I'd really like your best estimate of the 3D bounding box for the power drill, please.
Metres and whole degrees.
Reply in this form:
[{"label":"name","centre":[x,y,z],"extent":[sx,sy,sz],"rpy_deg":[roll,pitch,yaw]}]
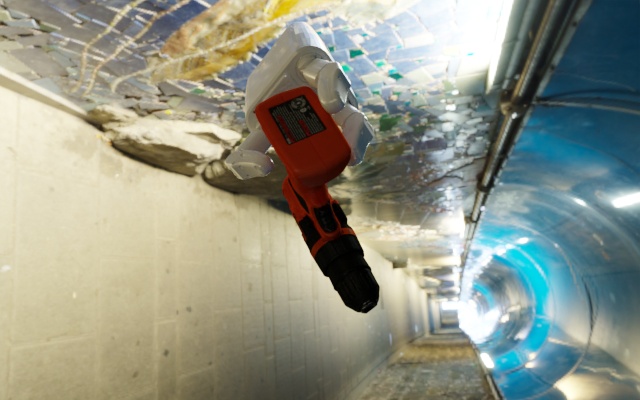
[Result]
[{"label":"power drill","centre":[0.000,0.001,0.458],"extent":[0.057,0.184,0.188],"rpy_deg":[-25,-35,-11]}]
